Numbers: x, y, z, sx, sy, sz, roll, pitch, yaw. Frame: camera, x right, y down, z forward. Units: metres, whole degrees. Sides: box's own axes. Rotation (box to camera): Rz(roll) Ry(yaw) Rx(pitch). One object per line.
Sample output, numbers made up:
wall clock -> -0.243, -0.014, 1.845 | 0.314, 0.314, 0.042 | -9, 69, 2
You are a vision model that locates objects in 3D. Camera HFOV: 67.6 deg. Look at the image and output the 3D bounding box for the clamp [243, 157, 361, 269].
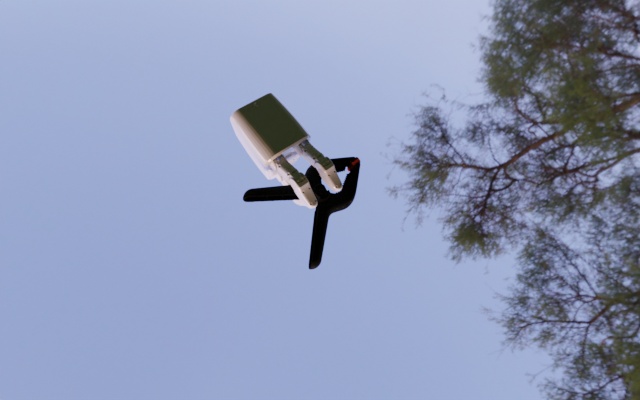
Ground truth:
clamp -> 0.000, 0.002, 0.795 | 0.210, 0.164, 0.036 | -35, -7, -26
